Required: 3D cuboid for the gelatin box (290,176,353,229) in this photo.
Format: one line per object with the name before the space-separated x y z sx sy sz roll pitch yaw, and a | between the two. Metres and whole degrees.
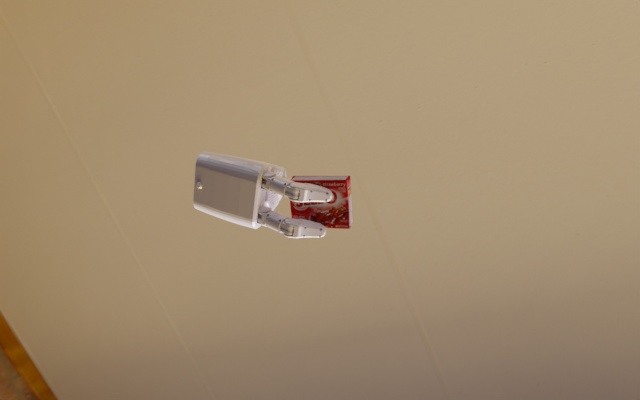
gelatin box | 0.001 0.002 0.691 0.089 0.073 0.030 1 17 15
